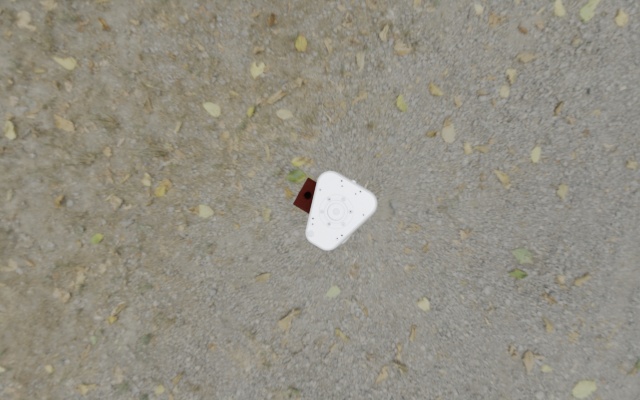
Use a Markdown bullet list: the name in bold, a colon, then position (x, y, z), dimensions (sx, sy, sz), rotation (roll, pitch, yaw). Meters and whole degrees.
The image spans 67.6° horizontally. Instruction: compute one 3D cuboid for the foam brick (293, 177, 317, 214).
- **foam brick**: position (0.000, 0.003, 0.804), dimensions (0.078, 0.053, 0.051), rotation (30, 2, 4)
